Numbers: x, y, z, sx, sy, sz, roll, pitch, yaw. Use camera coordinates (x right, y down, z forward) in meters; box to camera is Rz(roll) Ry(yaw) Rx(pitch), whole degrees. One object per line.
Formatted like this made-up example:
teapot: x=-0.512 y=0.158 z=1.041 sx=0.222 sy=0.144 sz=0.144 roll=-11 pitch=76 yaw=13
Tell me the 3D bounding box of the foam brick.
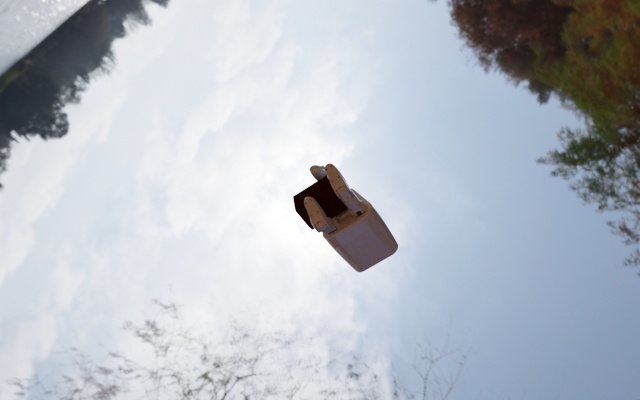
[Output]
foam brick: x=0.000 y=0.003 z=0.805 sx=0.078 sy=0.051 sz=0.053 roll=-32 pitch=29 yaw=13
